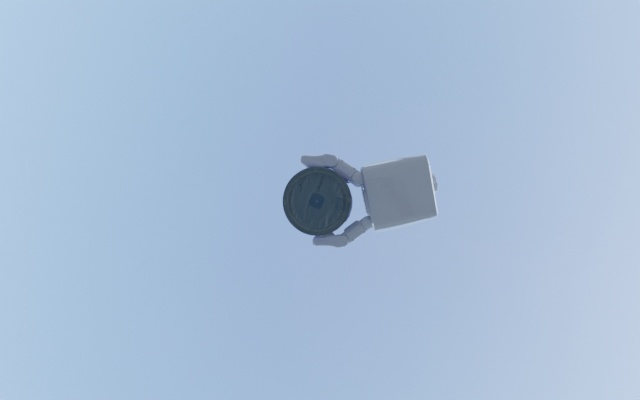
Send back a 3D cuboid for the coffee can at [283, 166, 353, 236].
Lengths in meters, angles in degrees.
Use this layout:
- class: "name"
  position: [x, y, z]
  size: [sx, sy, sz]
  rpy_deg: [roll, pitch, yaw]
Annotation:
- class: "coffee can"
  position: [0.000, 0.003, 0.772]
  size: [0.103, 0.103, 0.140]
  rpy_deg: [0, -1, 4]
